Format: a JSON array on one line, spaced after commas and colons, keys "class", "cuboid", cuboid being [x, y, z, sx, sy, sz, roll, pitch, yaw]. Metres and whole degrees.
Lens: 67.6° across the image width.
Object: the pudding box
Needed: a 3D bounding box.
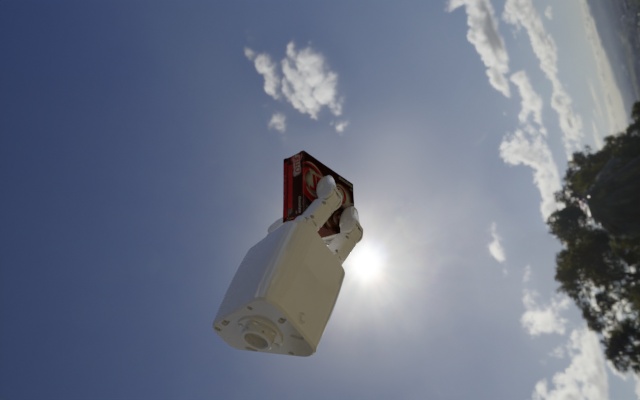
[{"class": "pudding box", "cuboid": [0.000, 0.002, 0.601, 0.039, 0.090, 0.113, -18, -31, 30]}]
